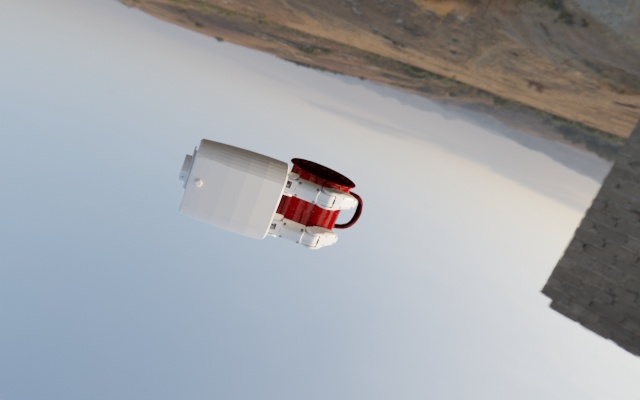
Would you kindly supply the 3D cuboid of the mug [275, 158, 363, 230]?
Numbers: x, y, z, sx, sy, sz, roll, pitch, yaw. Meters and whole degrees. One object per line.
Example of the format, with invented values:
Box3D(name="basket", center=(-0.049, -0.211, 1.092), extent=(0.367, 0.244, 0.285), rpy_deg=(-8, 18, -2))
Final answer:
Box3D(name="mug", center=(0.001, 0.003, 0.644), extent=(0.117, 0.081, 0.093), rpy_deg=(19, 14, -15))
